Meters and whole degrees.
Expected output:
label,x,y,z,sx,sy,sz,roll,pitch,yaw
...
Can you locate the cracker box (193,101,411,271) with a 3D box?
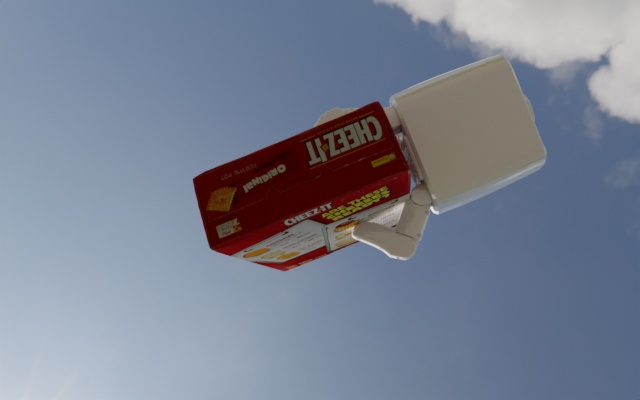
label,x,y,z,sx,sy,sz,roll,pitch,yaw
cracker box,0.000,0.002,0.463,0.164,0.072,0.214,-22,-16,5
